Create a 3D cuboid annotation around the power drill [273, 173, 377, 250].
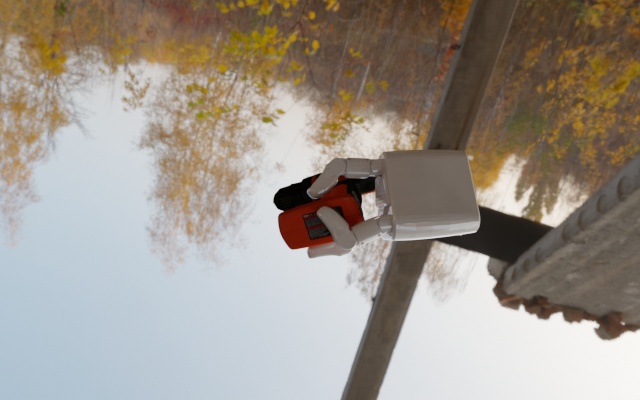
[{"bbox_3d":[0.000,0.002,0.671,0.184,0.057,0.187,-16,17,16],"label":"power drill"}]
